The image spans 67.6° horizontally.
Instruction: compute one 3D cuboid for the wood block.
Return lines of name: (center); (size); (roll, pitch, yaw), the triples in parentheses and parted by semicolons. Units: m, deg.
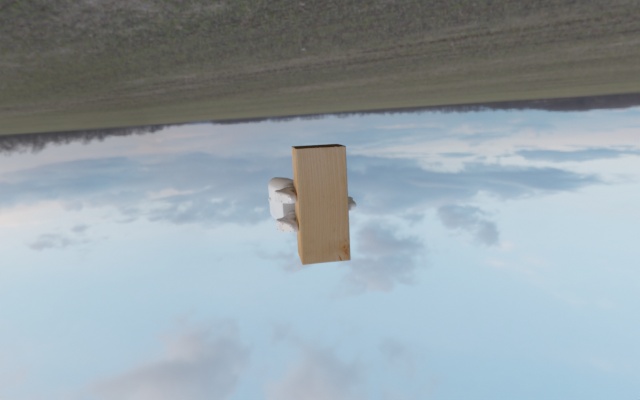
wood block: (0.000, 0.003, 0.877); (0.091, 0.206, 0.090); (-5, 10, -8)
